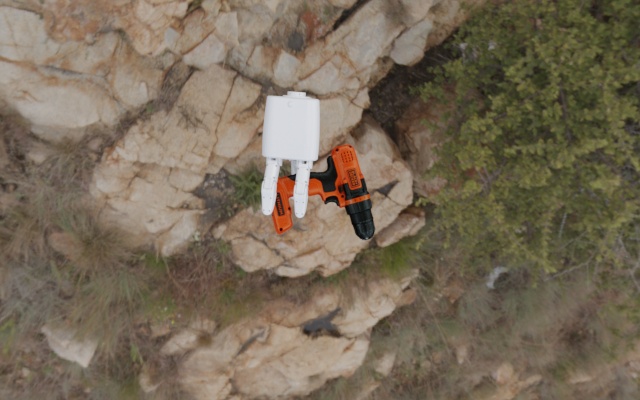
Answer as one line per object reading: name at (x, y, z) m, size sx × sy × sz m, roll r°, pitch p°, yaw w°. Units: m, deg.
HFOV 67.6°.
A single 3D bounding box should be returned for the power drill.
power drill at (0.000, 0.003, 0.890) m, size 0.187 × 0.184 × 0.057 m, roll -15°, pitch -2°, yaw -11°
